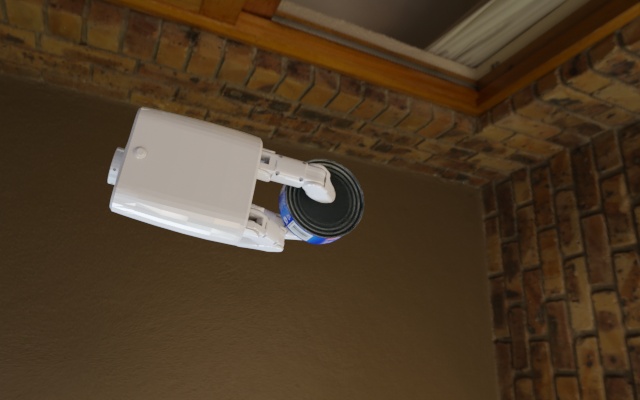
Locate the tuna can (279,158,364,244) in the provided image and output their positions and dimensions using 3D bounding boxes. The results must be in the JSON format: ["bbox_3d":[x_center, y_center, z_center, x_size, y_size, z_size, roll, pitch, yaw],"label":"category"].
[{"bbox_3d":[0.000,0.002,0.500,0.086,0.086,0.034,0,-18,-21],"label":"tuna can"}]
